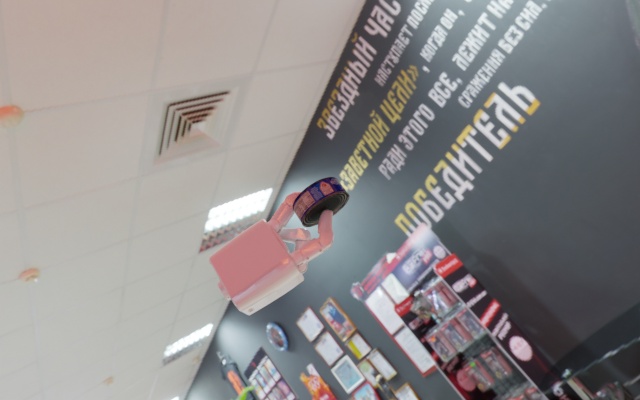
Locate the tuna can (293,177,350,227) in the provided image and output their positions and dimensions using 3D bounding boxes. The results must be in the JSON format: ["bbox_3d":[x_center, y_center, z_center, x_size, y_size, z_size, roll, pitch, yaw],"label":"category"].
[{"bbox_3d":[0.000,0.002,0.738,0.086,0.033,0.086,-29,-21,-13],"label":"tuna can"}]
